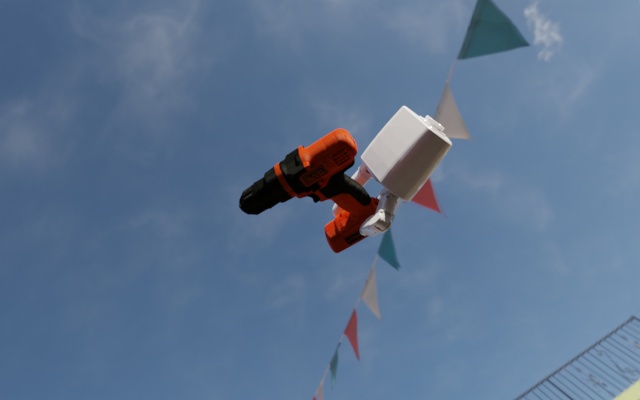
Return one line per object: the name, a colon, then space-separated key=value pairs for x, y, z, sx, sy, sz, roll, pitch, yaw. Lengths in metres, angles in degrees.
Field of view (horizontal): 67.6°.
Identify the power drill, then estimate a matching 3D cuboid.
power drill: x=0.001 y=0.002 z=0.699 sx=0.184 sy=0.057 sz=0.188 roll=-30 pitch=-45 yaw=13
